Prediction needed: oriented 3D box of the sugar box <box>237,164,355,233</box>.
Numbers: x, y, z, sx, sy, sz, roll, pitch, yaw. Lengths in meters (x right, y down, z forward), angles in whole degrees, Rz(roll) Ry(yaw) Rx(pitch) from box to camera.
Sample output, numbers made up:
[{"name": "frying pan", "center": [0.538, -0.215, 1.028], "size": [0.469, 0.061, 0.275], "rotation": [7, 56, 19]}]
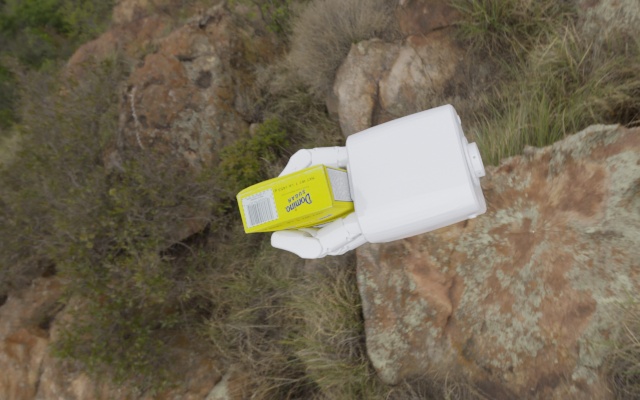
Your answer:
[{"name": "sugar box", "center": [0.000, 0.002, 0.501], "size": [0.093, 0.048, 0.176], "rotation": [-17, -10, 22]}]
